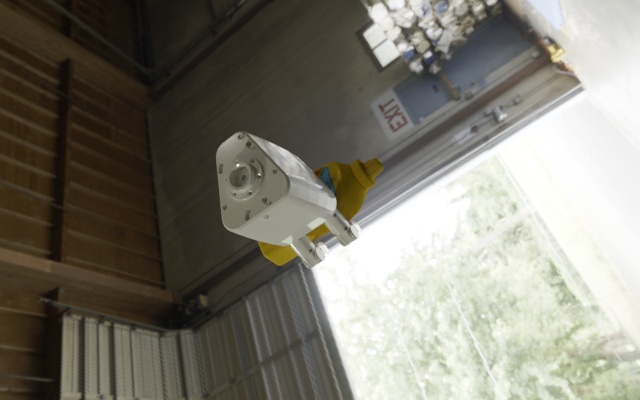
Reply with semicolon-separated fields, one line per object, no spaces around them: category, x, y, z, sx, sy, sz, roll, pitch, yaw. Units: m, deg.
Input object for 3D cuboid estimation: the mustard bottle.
mustard bottle;0.000;0.002;0.642;0.192;0.096;0.058;-34;-49;17
